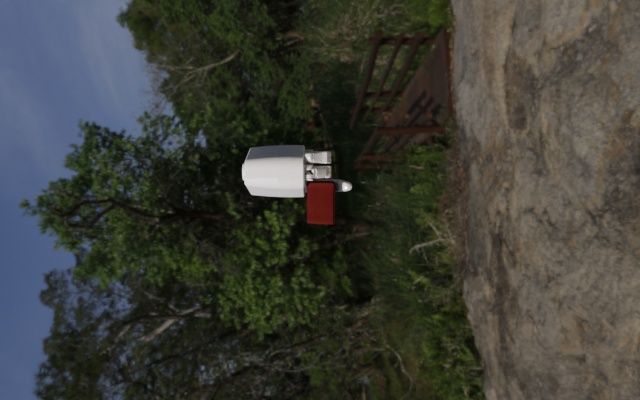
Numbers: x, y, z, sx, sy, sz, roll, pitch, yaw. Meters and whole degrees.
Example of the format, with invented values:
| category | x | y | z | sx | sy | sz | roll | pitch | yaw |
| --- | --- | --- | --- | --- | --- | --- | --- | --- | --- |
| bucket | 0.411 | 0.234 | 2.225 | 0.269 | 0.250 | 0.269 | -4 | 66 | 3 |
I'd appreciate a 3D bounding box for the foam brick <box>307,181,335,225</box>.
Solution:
| category | x | y | z | sx | sy | sz | roll | pitch | yaw |
| --- | --- | --- | --- | --- | --- | --- | --- | --- | --- |
| foam brick | 0.000 | 0.003 | 0.887 | 0.051 | 0.078 | 0.053 | 0 | 6 | -2 |
